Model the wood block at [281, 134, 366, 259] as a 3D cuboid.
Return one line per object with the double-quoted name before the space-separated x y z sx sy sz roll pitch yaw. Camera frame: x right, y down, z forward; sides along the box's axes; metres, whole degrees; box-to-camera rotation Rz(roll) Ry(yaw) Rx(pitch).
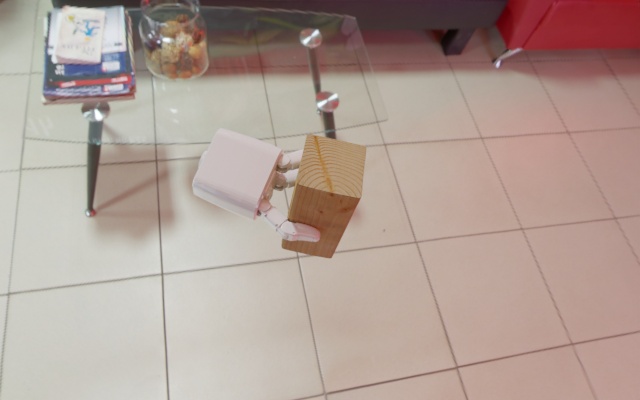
"wood block" 0.000 0.003 0.741 0.090 0.090 0.206 12 -31 -4
